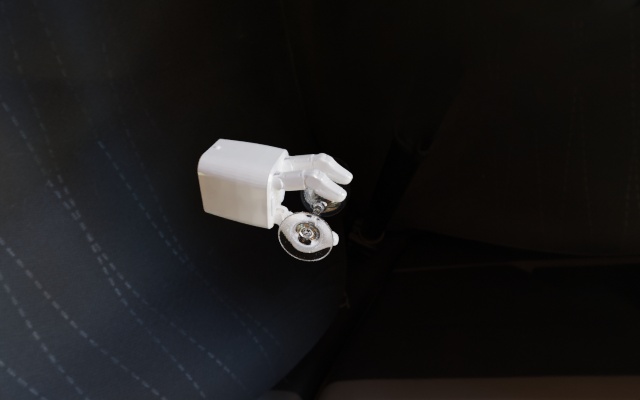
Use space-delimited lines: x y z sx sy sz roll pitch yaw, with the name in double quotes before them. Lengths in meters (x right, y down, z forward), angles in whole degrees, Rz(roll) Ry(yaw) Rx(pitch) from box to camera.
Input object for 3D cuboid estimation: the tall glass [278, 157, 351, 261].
"tall glass" 0.000 0.003 0.706 0.079 0.079 0.201 0 27 13
